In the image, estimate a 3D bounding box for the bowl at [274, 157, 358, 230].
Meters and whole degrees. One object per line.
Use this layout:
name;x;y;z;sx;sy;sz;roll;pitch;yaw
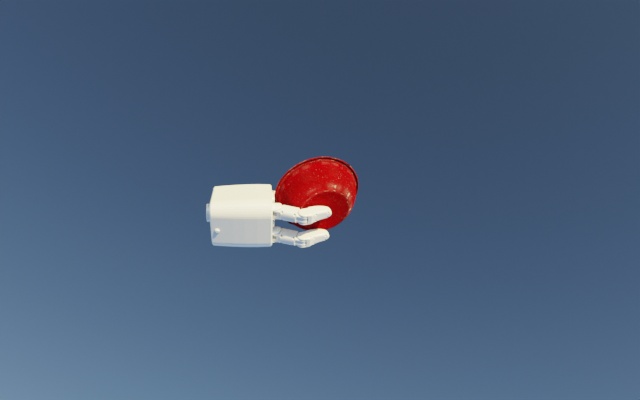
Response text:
bowl;0.002;0.003;0.862;0.162;0.162;0.055;0;38;-20
